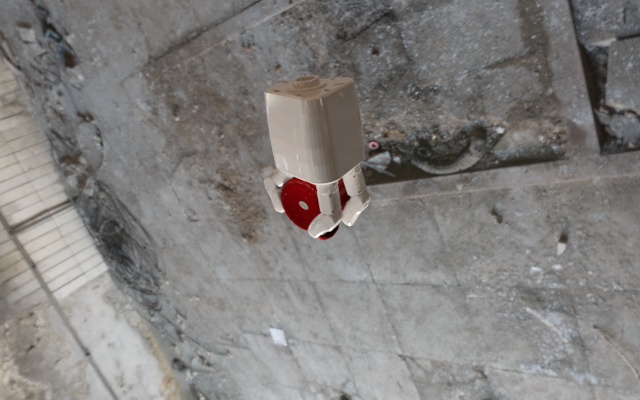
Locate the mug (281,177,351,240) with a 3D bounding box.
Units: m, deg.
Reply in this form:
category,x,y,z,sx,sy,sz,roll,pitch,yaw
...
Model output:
category,x,y,z,sx,sy,sz,roll,pitch,yaw
mug,0.000,0.004,0.681,0.093,0.117,0.081,10,32,36
